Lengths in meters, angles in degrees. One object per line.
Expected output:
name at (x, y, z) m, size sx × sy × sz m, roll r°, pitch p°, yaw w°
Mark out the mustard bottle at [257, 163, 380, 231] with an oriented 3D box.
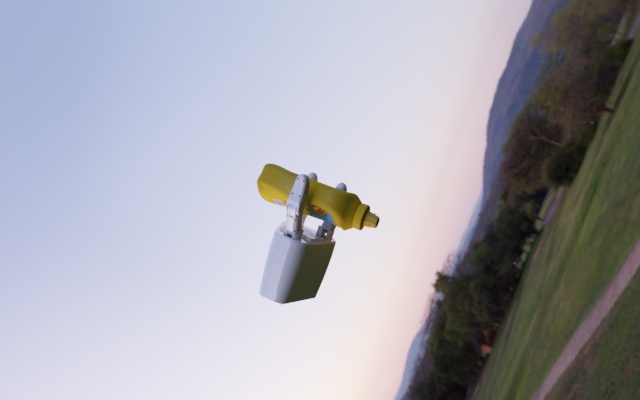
mustard bottle at (0.000, 0.002, 0.741) m, size 0.191 × 0.058 × 0.096 m, roll 21°, pitch -15°, yaw 18°
